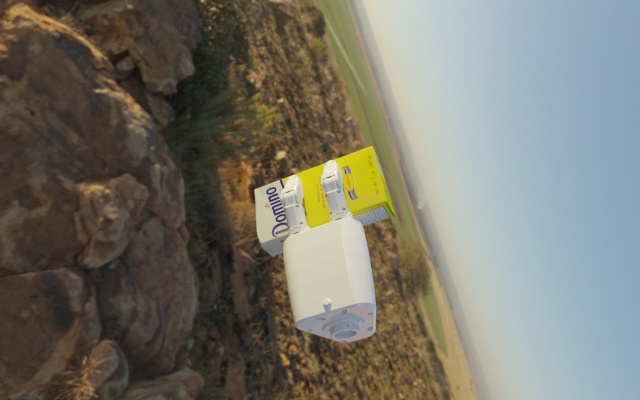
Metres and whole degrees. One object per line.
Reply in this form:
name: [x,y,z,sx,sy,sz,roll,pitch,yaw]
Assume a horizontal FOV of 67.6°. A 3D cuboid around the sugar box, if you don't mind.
sugar box: [0.000,0.002,0.629,0.176,0.093,0.048,-19,-35,12]
